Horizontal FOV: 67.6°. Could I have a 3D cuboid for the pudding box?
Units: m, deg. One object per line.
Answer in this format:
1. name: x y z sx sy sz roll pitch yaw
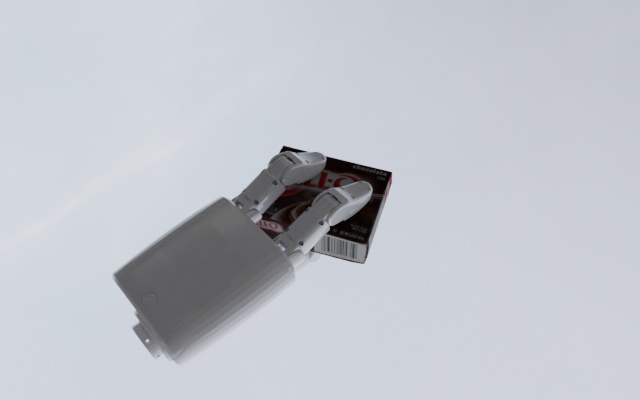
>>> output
1. pudding box: 0.000 0.002 0.438 0.113 0.090 0.039 16 -38 10
